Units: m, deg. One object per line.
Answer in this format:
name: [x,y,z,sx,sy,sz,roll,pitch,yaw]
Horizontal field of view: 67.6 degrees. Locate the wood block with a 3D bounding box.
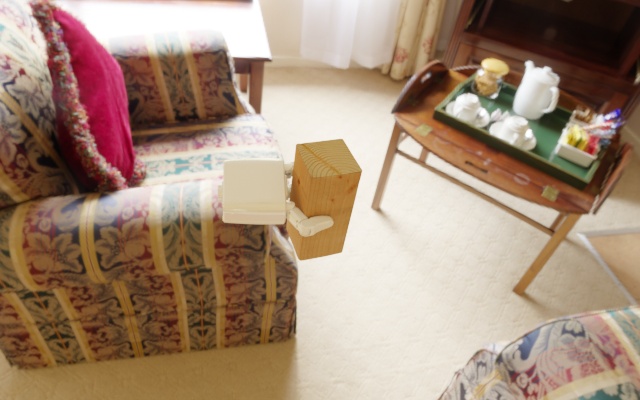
wood block: [0.000,0.003,0.854,0.090,0.206,0.090,-9,47,-19]
